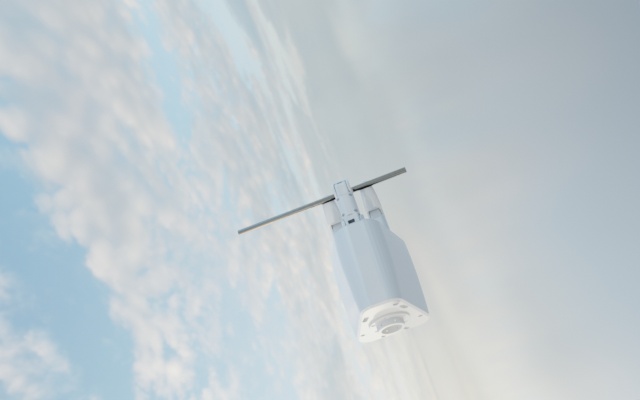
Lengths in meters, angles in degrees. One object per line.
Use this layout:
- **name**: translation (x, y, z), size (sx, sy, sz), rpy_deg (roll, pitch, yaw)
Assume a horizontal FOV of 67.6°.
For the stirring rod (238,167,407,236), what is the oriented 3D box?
- **stirring rod**: translation (0.000, 0.002, 0.639), size (0.239, 0.011, 0.011), rpy_deg (-21, -3, 6)
